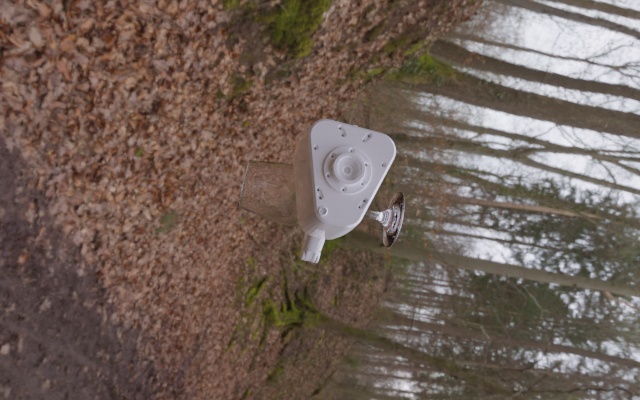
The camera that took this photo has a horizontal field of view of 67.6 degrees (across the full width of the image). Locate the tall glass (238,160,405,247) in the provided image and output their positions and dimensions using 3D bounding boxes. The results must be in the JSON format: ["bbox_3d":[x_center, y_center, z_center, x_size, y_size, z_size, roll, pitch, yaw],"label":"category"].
[{"bbox_3d":[0.001,0.002,0.609,0.201,0.079,0.079,13,-2,-7],"label":"tall glass"}]
